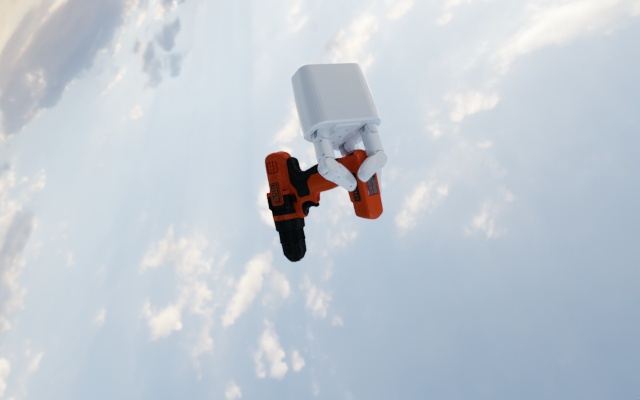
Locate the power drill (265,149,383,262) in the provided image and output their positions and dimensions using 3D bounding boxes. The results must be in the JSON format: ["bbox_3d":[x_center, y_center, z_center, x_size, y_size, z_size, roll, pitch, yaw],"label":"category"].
[{"bbox_3d":[0.000,0.002,0.749,0.187,0.184,0.057,-9,5,31],"label":"power drill"}]
